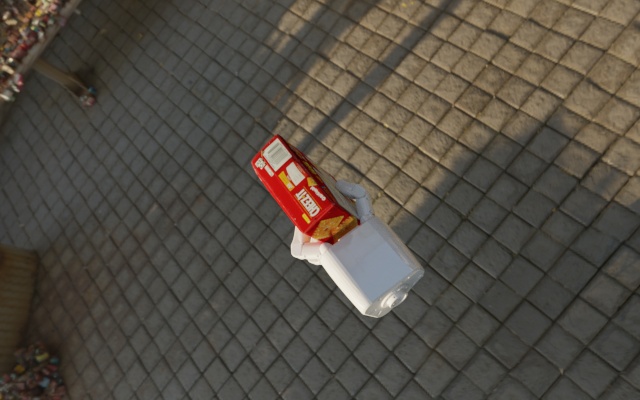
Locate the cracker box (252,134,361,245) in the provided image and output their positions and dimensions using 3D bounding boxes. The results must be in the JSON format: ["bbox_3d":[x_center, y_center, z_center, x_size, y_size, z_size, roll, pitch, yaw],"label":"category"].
[{"bbox_3d":[0.000,0.002,0.785,0.164,0.072,0.214,51,9,30],"label":"cracker box"}]
